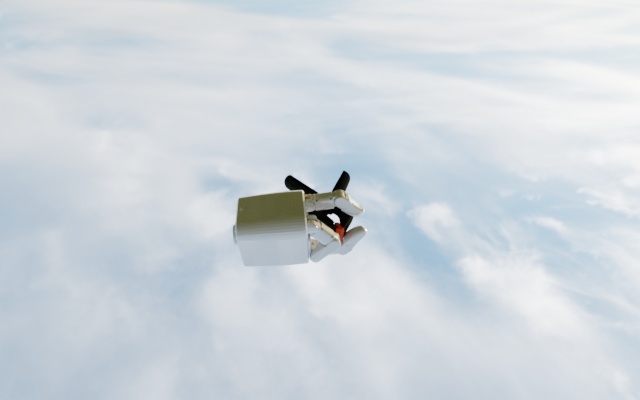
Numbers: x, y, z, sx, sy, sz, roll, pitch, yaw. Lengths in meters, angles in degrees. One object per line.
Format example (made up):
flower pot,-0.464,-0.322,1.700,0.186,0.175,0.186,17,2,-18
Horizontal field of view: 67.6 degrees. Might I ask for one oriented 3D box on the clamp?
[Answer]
clamp,0.000,0.003,0.813,0.120,0.039,0.171,-5,36,-2
